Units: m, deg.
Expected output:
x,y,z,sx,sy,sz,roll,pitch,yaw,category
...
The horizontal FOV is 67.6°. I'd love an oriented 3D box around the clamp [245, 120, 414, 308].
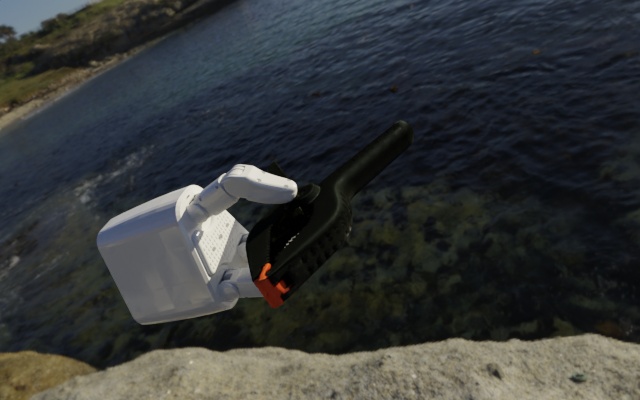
x,y,z,sx,sy,sz,roll,pitch,yaw,category
-0.001,0.001,0.410,0.164,0.036,0.209,-19,28,23,clamp
